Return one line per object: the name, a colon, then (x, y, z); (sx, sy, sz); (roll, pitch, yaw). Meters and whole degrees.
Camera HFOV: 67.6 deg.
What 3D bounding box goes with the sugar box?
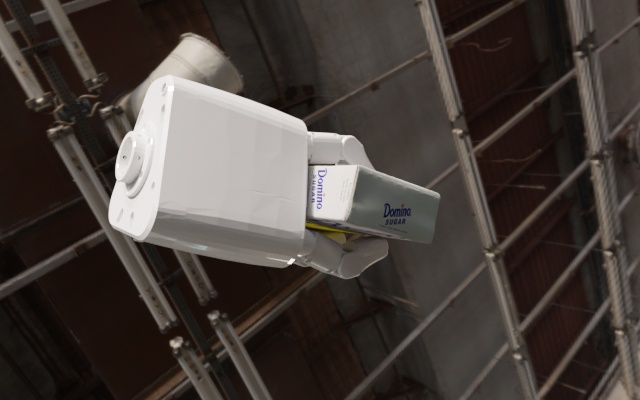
sugar box: (0.000, 0.002, 0.402); (0.093, 0.048, 0.176); (16, -5, -38)
